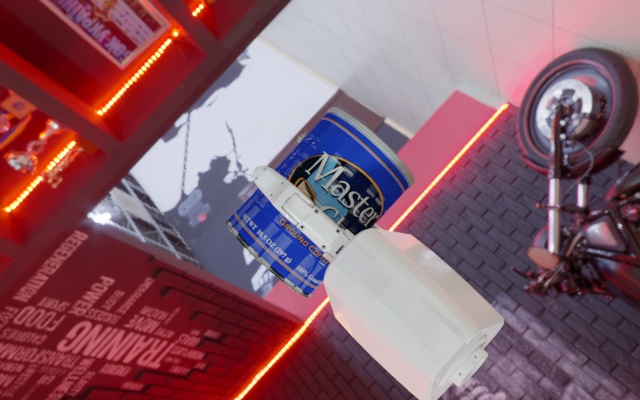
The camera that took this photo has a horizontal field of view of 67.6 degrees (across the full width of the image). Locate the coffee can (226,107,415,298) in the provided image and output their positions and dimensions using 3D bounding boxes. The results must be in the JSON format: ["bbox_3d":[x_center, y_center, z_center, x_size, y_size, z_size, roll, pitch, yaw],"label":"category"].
[{"bbox_3d":[0.000,0.001,0.434,0.103,0.140,0.103,43,-1,1],"label":"coffee can"}]
